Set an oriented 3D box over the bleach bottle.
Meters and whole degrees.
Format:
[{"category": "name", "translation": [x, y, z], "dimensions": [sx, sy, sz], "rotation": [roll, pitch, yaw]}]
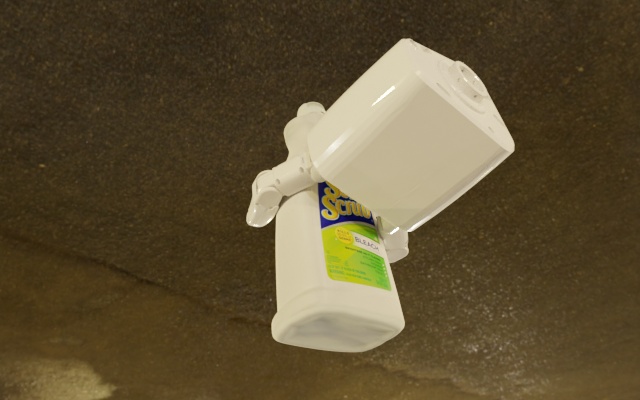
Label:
[{"category": "bleach bottle", "translation": [0.000, 0.001, 0.428], "dimensions": [0.102, 0.250, 0.068], "rotation": [19, -46, -33]}]
